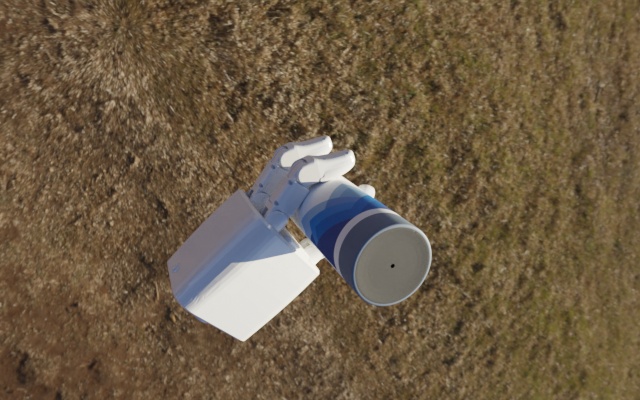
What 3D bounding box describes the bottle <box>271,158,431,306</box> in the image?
[{"bbox_3d":[0.000,0.002,0.477,0.069,0.069,0.295,0,18,-22],"label":"bottle"}]
